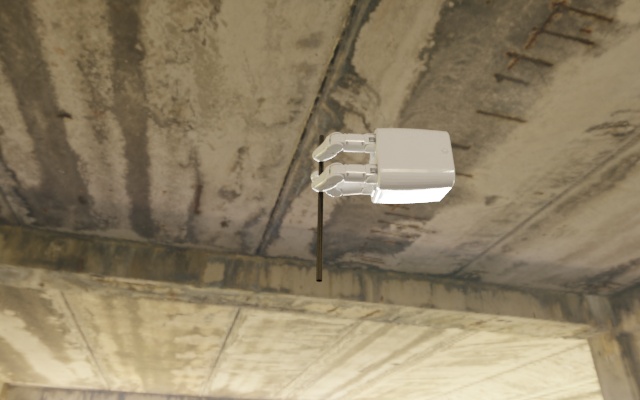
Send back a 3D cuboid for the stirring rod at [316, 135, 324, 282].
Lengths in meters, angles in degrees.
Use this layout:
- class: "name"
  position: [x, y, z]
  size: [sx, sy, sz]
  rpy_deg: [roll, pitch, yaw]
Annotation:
- class: "stirring rod"
  position: [0.000, 0.002, 0.685]
  size: [0.011, 0.239, 0.011]
  rpy_deg: [1, -31, 0]
